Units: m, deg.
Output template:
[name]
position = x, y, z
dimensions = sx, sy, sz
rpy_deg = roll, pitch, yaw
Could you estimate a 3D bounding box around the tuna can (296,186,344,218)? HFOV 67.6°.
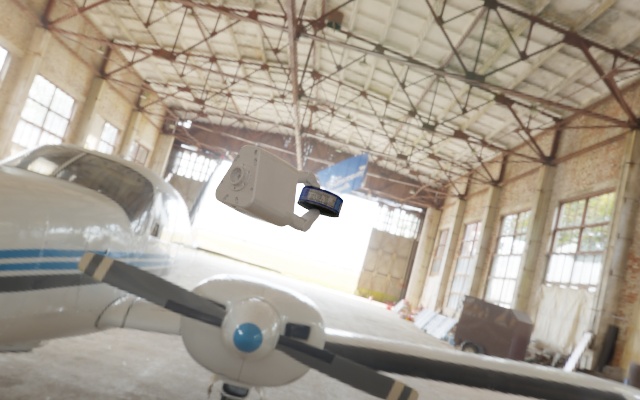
[tuna can]
position = 0.000, 0.002, 0.900
dimensions = 0.086, 0.033, 0.086
rpy_deg = 18, -12, 4
